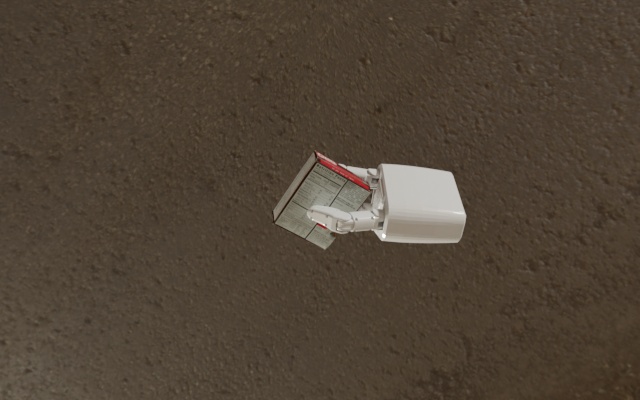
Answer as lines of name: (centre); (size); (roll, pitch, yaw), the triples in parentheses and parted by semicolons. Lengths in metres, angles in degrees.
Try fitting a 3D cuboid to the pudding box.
pudding box: (0.000, 0.002, 0.644); (0.090, 0.113, 0.039); (29, 20, -18)
